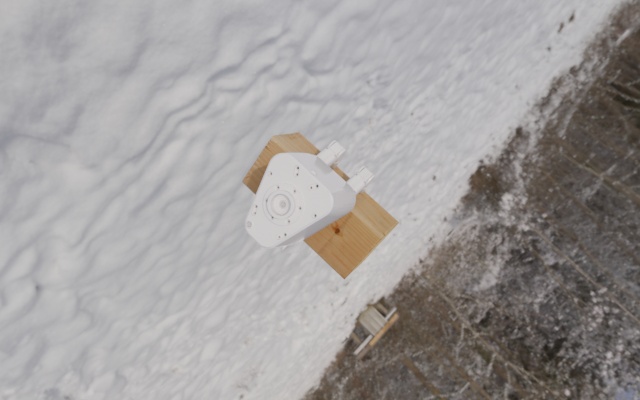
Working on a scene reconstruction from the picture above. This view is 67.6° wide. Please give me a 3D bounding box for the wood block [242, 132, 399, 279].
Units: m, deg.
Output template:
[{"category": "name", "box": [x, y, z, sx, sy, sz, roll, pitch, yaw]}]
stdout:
[{"category": "wood block", "box": [0.000, 0.003, 0.699, 0.206, 0.091, 0.090, 43, 25, 10]}]
